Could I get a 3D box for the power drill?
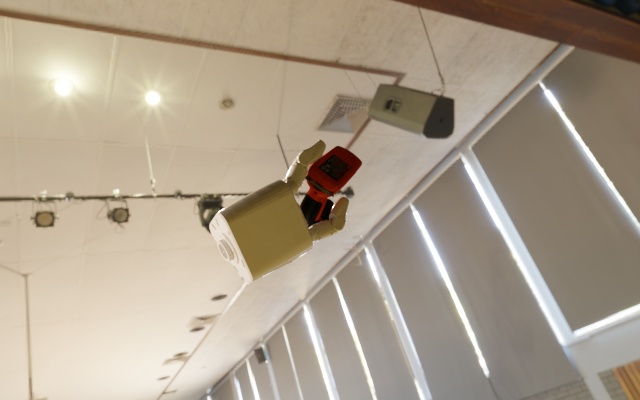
[{"bbox_3d":[0.000,0.002,0.791,0.057,0.188,0.184,33,40,8],"label":"power drill"}]
